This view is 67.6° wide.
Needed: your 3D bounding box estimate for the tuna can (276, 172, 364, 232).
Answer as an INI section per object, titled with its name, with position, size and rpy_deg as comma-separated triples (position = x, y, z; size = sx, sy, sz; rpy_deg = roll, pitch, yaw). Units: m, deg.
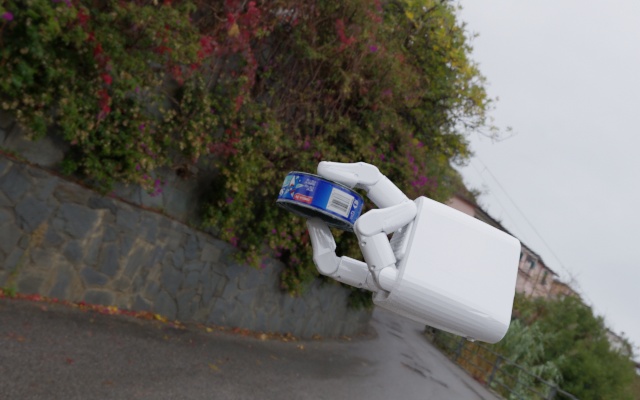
[tuna can]
position = 0.000, 0.001, 0.488
size = 0.086, 0.033, 0.086
rpy_deg = 19, -9, 3
